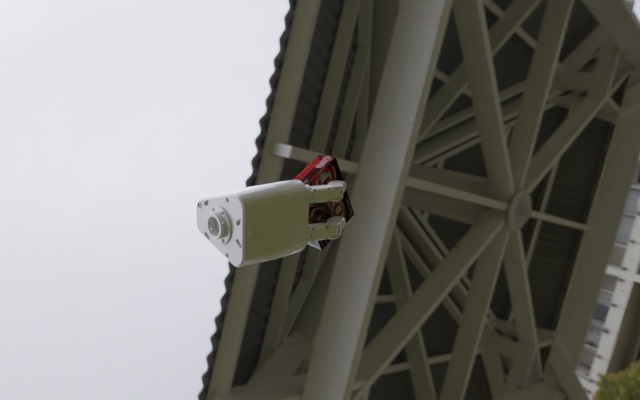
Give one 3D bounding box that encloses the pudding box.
[{"bbox_3d":[0.000,0.002,0.713,0.039,0.114,0.090,15,47,38],"label":"pudding box"}]
